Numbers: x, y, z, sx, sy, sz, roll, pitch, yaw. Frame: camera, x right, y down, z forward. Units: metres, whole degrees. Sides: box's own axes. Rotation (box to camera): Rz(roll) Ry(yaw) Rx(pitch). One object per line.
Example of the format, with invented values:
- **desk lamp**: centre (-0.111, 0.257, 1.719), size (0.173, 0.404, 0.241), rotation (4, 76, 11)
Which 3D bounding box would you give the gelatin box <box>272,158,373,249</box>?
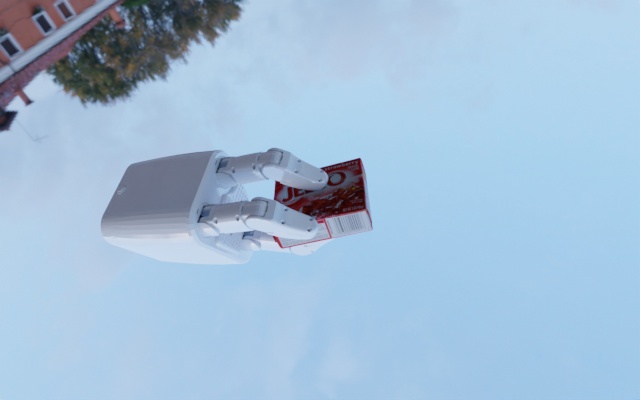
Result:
- **gelatin box**: centre (0.001, 0.002, 0.442), size (0.089, 0.030, 0.073), rotation (-12, 41, 11)
